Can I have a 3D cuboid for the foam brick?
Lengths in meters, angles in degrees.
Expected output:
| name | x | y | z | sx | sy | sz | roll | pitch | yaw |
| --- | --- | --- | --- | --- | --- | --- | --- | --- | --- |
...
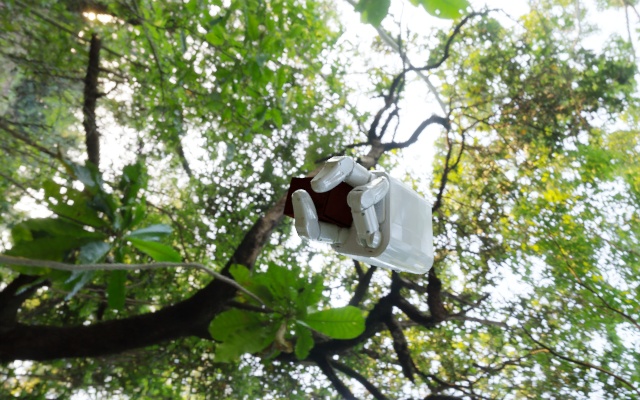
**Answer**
| name | x | y | z | sx | sy | sz | roll | pitch | yaw |
| --- | --- | --- | --- | --- | --- | --- | --- | --- | --- |
| foam brick | 0.000 | 0.002 | 0.603 | 0.051 | 0.053 | 0.078 | 24 | -15 | -41 |
